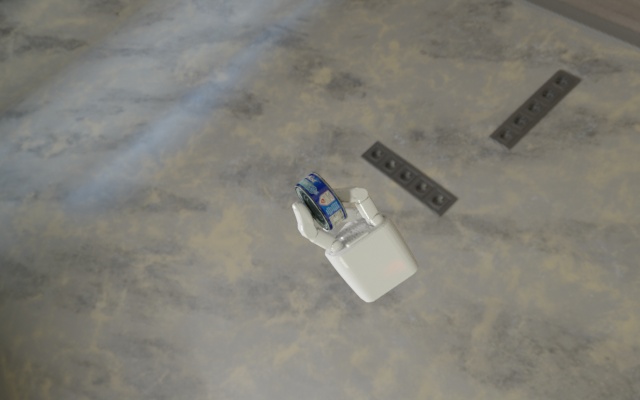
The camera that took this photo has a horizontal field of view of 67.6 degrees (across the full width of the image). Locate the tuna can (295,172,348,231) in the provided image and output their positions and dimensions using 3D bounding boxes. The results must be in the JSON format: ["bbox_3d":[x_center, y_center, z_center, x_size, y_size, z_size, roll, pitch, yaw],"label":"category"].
[{"bbox_3d":[0.000,0.003,0.701,0.034,0.086,0.086,-37,8,-11],"label":"tuna can"}]
